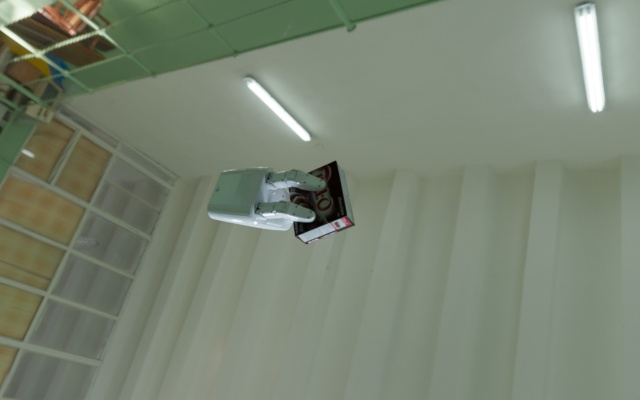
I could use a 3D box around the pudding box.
[{"bbox_3d":[0.000,0.003,0.752,0.090,0.113,0.039,-23,-36,18],"label":"pudding box"}]
